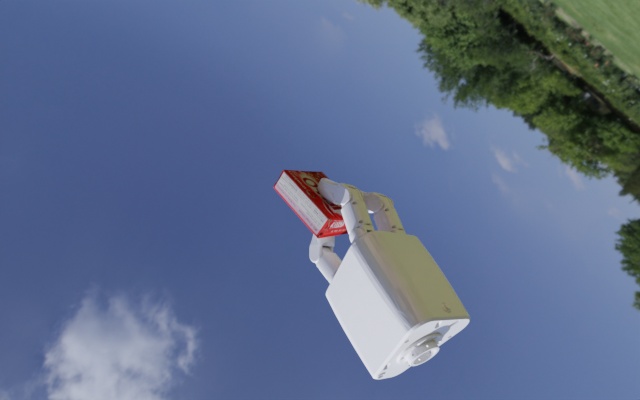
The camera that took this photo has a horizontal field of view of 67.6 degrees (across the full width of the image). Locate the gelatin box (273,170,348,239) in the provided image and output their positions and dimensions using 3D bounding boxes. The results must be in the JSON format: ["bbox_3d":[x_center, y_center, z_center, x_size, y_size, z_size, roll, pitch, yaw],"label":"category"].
[{"bbox_3d":[0.000,0.002,0.553,0.089,0.030,0.073,46,27,27],"label":"gelatin box"}]
